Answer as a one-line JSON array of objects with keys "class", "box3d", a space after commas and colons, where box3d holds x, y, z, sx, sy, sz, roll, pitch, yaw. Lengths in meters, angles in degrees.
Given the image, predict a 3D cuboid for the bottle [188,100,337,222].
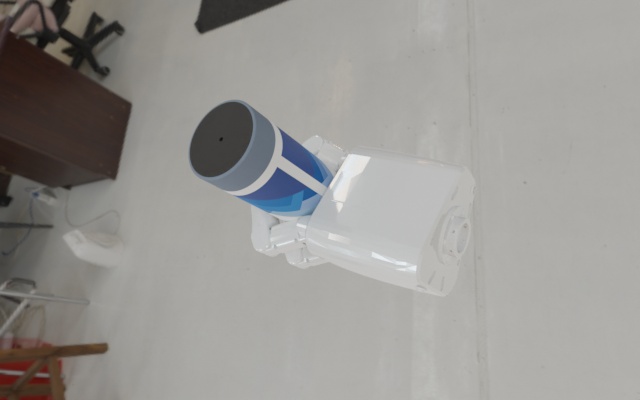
[{"class": "bottle", "box3d": [0.000, 0.001, 0.473, 0.069, 0.069, 0.296, 0, -19, 32]}]
